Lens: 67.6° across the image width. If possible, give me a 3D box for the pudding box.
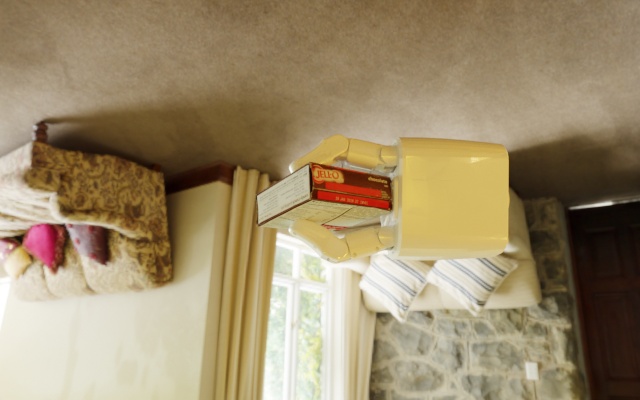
[{"bbox_3d":[0.000,0.002,0.461,0.090,0.039,0.113,9,-21,-31],"label":"pudding box"}]
